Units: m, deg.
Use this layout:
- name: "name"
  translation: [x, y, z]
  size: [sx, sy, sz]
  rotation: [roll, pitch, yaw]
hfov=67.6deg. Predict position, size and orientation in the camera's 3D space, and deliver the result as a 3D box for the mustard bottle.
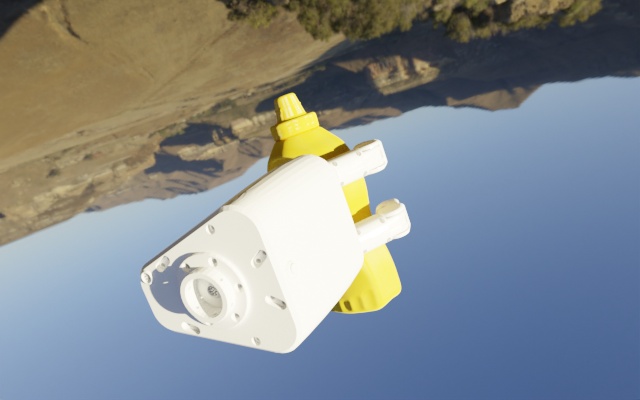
- name: "mustard bottle"
  translation: [0.000, 0.001, 0.418]
  size: [0.058, 0.192, 0.096]
  rotation: [-28, 14, -37]
